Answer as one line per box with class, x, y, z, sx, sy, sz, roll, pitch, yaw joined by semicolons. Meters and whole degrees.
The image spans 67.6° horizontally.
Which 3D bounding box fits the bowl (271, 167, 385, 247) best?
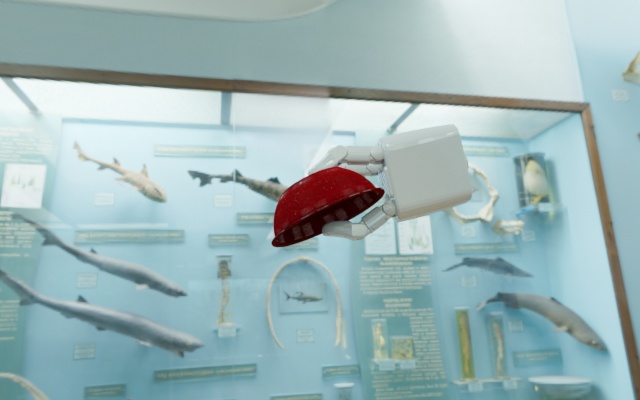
bowl;-0.001;0.002;0.622;0.162;0.055;0.162;-25;-13;-6
